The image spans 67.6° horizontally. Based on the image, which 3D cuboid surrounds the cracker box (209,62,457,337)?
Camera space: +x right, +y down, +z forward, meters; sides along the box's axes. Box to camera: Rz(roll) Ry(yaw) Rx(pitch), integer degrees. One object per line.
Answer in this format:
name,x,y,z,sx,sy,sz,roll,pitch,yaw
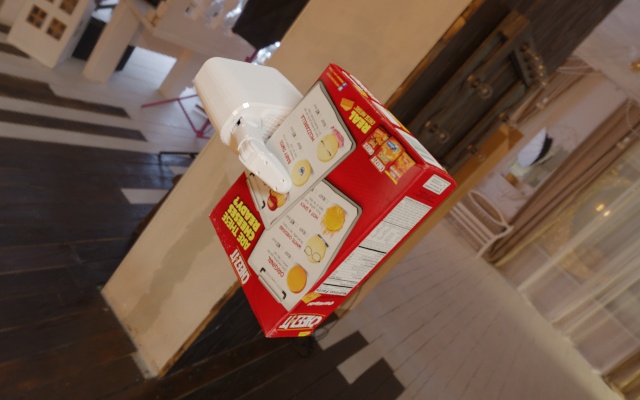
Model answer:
cracker box,0.000,0.001,0.466,0.072,0.214,0.164,19,29,-48
